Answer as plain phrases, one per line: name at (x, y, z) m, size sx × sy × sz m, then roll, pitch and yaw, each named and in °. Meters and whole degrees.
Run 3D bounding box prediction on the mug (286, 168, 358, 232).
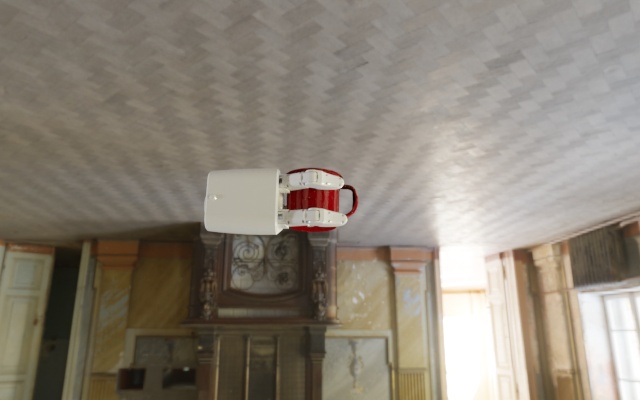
mug at (0.002, 0.003, 0.745) m, size 0.117 × 0.081 × 0.093 m, roll 1°, pitch -16°, yaw 2°
